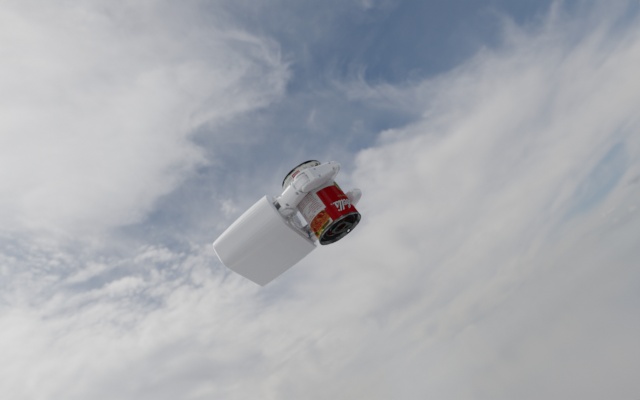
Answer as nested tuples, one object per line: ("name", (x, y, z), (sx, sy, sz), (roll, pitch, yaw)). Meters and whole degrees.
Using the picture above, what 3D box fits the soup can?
("soup can", (0.000, 0.002, 0.663), (0.068, 0.102, 0.068), (-29, -24, -15))
